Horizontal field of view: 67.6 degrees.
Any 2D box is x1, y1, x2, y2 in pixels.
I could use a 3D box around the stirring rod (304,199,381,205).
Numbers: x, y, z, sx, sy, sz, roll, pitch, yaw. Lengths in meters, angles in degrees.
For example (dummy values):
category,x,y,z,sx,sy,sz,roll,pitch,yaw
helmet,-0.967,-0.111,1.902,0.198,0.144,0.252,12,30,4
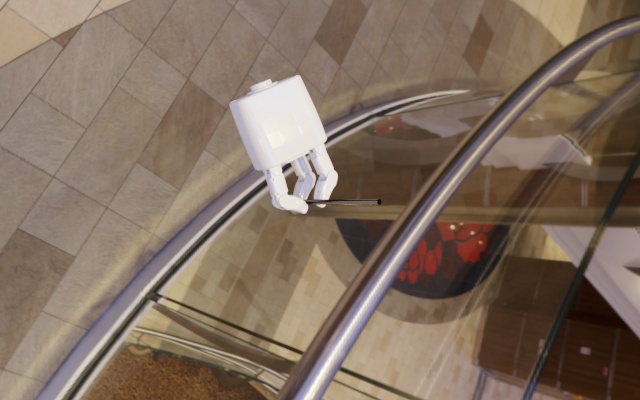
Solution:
category,x,y,z,sx,sy,sz,roll,pitch,yaw
stirring rod,0.000,0.002,0.717,0.011,0.011,0.239,0,0,-40
